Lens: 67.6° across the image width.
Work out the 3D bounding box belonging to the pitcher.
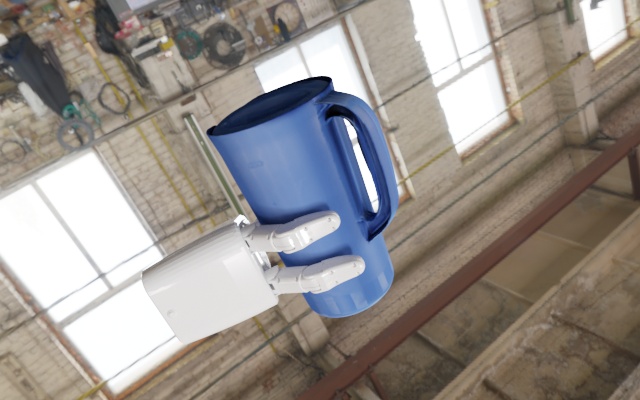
[{"bbox_3d":[0.000,0.002,0.501,0.145,0.243,0.149,-26,24,-3],"label":"pitcher"}]
